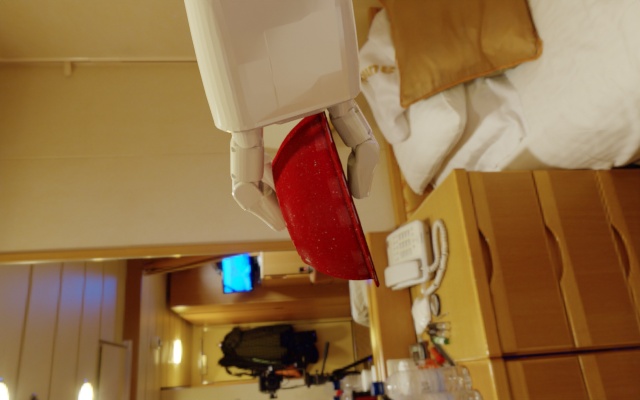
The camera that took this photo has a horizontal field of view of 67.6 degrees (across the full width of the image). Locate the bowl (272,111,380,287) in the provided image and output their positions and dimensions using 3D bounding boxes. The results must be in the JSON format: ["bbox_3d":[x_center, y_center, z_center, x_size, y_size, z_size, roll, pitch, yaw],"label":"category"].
[{"bbox_3d":[0.000,0.003,0.401,0.055,0.162,0.162,-18,-1,4],"label":"bowl"}]
